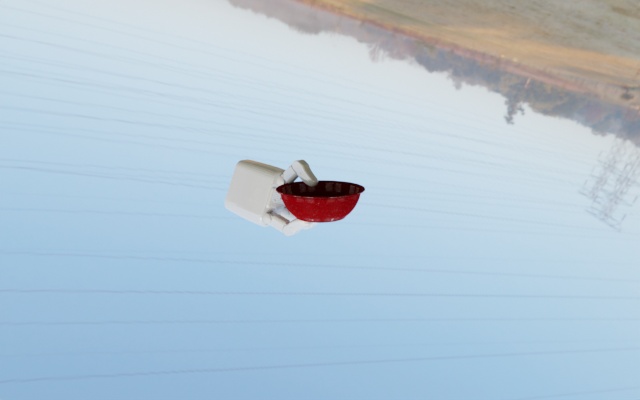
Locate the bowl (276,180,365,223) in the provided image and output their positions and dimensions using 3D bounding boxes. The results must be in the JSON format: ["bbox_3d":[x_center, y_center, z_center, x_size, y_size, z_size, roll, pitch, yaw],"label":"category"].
[{"bbox_3d":[0.001,0.003,0.866,0.162,0.055,0.162,-1,12,0],"label":"bowl"}]
